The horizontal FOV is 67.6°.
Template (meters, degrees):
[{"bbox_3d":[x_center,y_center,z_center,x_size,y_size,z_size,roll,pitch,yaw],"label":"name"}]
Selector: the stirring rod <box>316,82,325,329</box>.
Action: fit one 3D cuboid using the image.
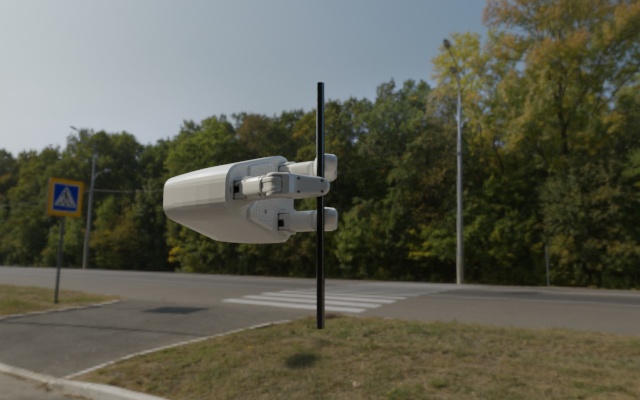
[{"bbox_3d":[0.000,0.002,0.465,0.011,0.239,0.011,0,-7,0],"label":"stirring rod"}]
